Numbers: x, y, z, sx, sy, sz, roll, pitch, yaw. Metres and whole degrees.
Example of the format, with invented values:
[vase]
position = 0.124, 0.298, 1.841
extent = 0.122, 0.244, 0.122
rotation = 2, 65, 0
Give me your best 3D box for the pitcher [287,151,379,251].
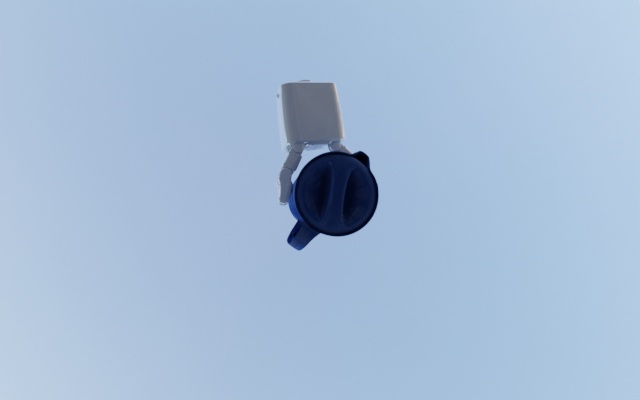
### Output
[pitcher]
position = 0.000, 0.003, 0.847
extent = 0.149, 0.145, 0.243
rotation = -10, -1, -10
